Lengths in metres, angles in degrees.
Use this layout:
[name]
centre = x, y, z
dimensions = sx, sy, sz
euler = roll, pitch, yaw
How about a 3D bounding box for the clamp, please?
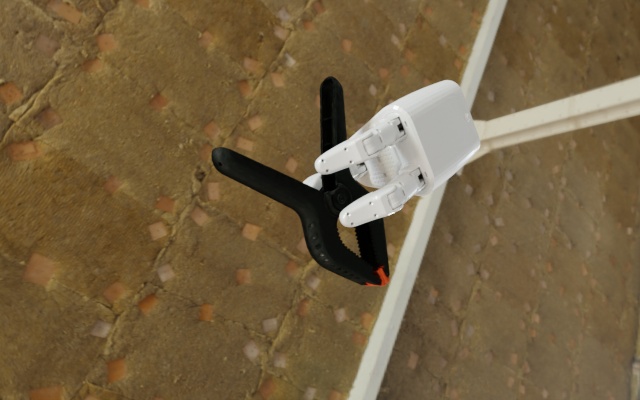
[clamp]
centre = 0.000, 0.002, 0.457
dimensions = 0.164, 0.210, 0.036
euler = -32, 13, -36
